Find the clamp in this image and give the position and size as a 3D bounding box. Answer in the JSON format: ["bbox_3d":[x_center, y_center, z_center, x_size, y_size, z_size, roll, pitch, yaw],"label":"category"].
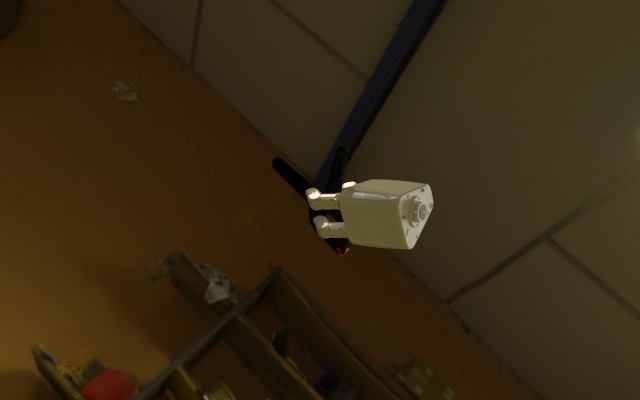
[{"bbox_3d":[0.001,0.003,0.853,0.164,0.210,0.036,4,31,39],"label":"clamp"}]
